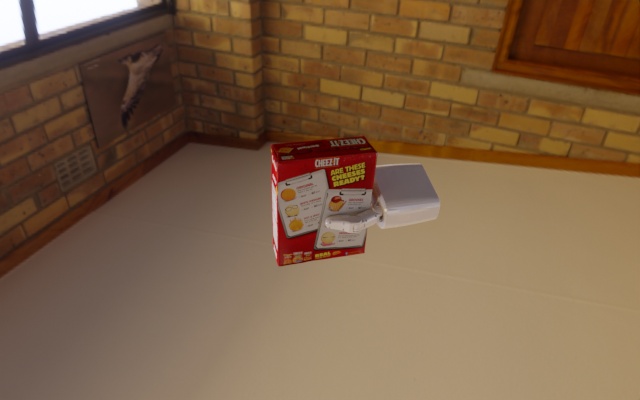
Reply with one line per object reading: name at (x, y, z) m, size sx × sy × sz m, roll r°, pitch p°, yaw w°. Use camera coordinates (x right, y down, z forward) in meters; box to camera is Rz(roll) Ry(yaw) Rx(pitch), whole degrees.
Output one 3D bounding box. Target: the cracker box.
cracker box at (0.000, 0.003, 0.817) m, size 0.164 × 0.214 × 0.072 m, roll -7°, pitch 36°, yaw -14°
